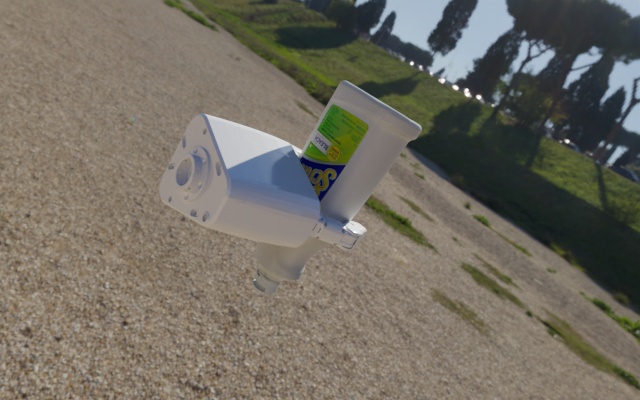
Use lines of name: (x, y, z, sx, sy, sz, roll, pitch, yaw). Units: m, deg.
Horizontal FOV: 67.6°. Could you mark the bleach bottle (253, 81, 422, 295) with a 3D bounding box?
bleach bottle: (0.000, 0.002, 0.525, 0.068, 0.251, 0.102, 17, 20, -45)
